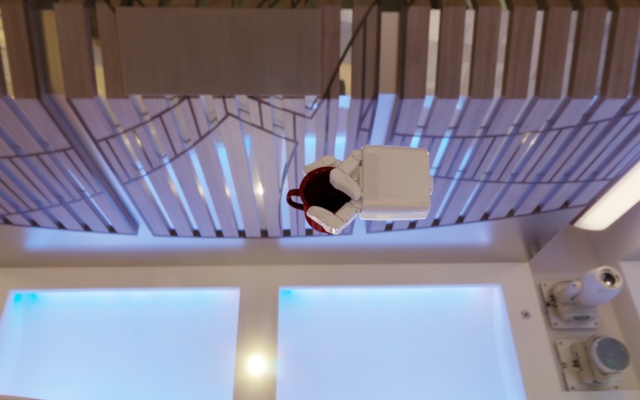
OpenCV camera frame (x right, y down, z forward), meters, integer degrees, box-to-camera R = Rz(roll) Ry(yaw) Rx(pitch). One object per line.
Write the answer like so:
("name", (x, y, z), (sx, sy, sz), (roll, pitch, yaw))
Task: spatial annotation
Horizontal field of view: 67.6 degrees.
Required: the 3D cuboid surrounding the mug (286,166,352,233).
("mug", (-0.001, 0.003, 0.806), (0.117, 0.093, 0.081), (3, -30, 2))
